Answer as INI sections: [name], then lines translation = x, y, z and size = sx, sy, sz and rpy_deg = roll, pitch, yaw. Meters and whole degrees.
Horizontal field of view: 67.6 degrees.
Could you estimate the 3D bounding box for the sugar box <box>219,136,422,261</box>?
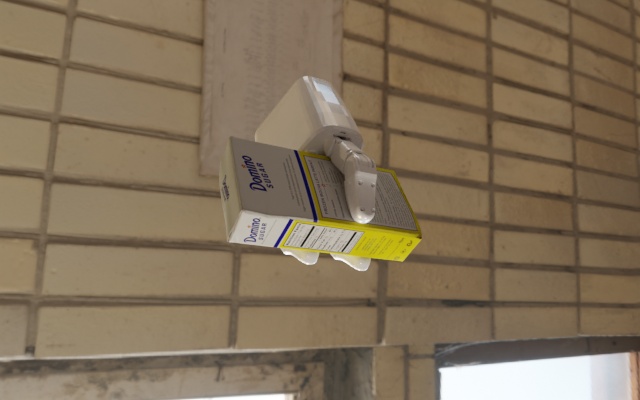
[sugar box]
translation = 0.000, 0.002, 0.435
size = 0.176, 0.093, 0.048
rpy_deg = 8, -48, -25
